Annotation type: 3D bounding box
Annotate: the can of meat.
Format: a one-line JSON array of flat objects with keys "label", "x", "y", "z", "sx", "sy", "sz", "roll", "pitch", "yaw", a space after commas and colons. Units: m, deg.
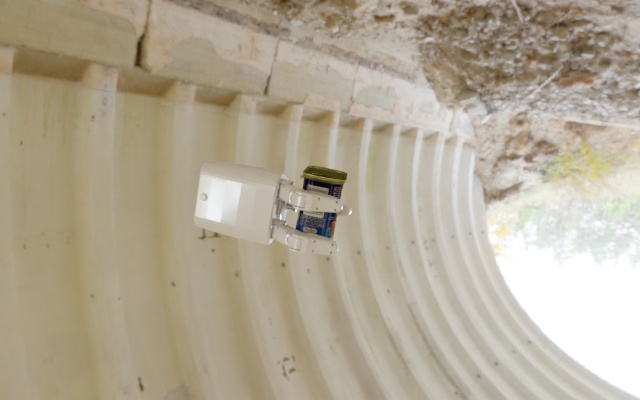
[{"label": "can of meat", "x": 0.000, "y": 0.002, "z": 0.648, "sx": 0.057, "sy": 0.084, "sz": 0.102, "roll": 11, "pitch": 11, "yaw": 2}]
